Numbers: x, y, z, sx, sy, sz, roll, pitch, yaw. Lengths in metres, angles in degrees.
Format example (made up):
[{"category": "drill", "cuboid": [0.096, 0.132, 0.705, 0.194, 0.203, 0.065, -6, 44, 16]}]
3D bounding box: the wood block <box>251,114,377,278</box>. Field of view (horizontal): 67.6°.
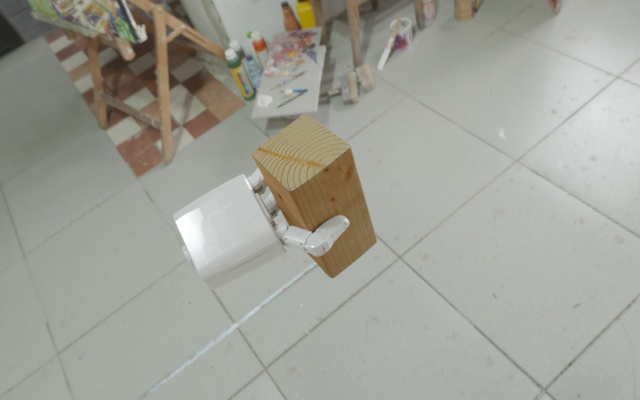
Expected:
[{"category": "wood block", "cuboid": [0.000, 0.002, 0.632, 0.090, 0.090, 0.206, 43, -15, 36]}]
